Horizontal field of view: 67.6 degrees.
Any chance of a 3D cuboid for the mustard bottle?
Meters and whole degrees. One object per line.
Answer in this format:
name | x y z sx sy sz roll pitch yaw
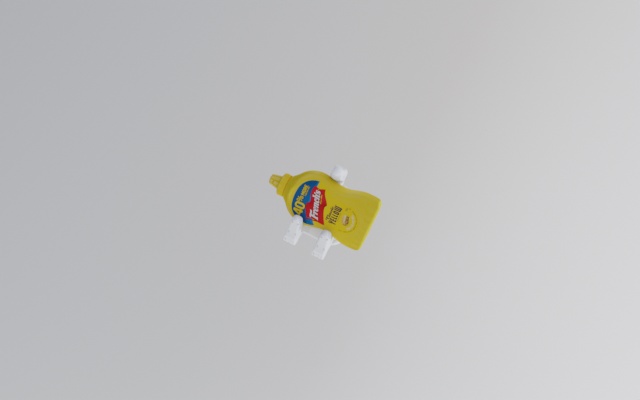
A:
mustard bottle | 0.000 0.003 0.813 0.191 0.096 0.058 26 23 8
